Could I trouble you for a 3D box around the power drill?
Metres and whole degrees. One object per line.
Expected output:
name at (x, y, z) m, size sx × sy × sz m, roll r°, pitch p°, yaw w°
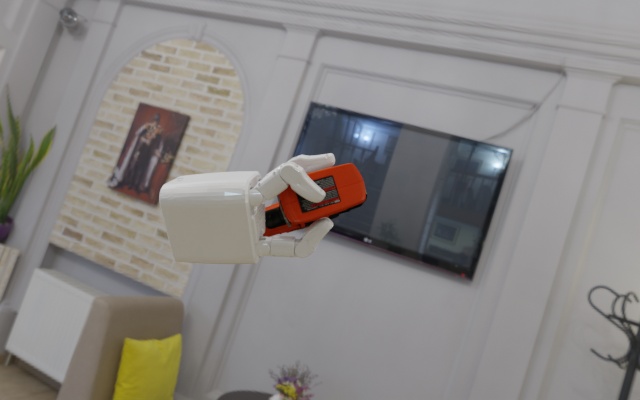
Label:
power drill at (0.000, 0.002, 0.662) m, size 0.184 × 0.057 × 0.188 m, roll -19°, pitch -7°, yaw -14°
